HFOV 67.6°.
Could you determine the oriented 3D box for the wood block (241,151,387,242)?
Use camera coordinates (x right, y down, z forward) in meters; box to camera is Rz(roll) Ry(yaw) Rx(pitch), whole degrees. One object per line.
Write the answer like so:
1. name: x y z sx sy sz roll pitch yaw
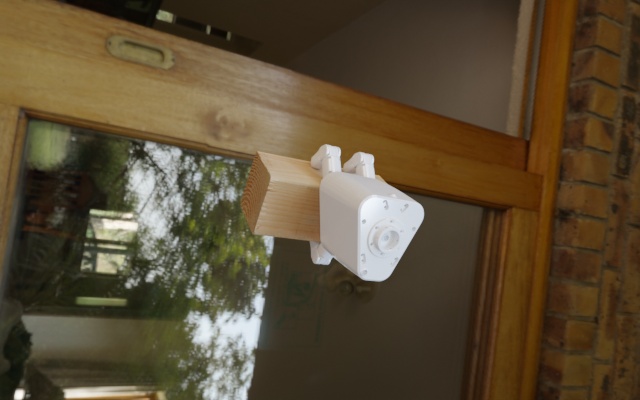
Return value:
1. wood block: 0.000 0.003 0.699 0.206 0.091 0.090 10 24 -26
